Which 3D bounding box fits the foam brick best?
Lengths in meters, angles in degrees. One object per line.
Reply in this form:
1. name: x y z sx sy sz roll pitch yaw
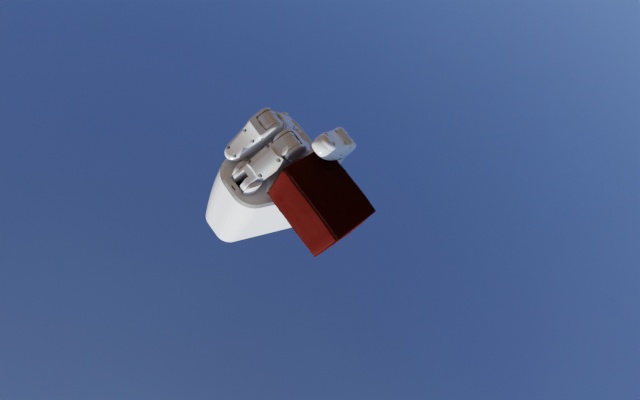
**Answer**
1. foam brick: 0.000 0.002 0.432 0.053 0.078 0.051 -32 -9 -33
